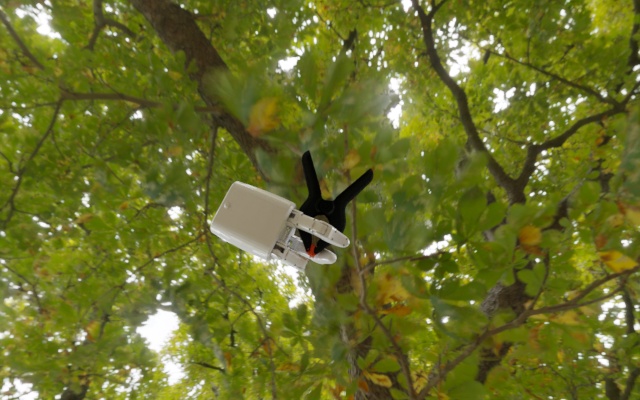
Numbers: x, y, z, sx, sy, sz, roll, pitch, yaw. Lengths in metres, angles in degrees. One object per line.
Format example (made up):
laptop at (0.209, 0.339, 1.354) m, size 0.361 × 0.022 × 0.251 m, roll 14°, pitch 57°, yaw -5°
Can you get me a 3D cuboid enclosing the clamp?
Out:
clamp at (0.000, 0.003, 0.769) m, size 0.120 × 0.171 × 0.039 m, roll 24°, pitch -14°, yaw 10°
